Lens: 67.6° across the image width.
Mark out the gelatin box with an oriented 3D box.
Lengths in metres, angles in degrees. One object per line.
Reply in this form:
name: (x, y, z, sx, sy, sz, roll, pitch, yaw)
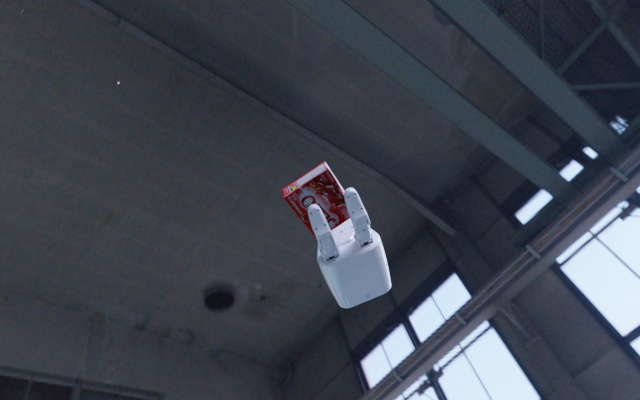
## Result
gelatin box: (0.000, 0.002, 0.669, 0.073, 0.089, 0.030, -33, 30, 5)
